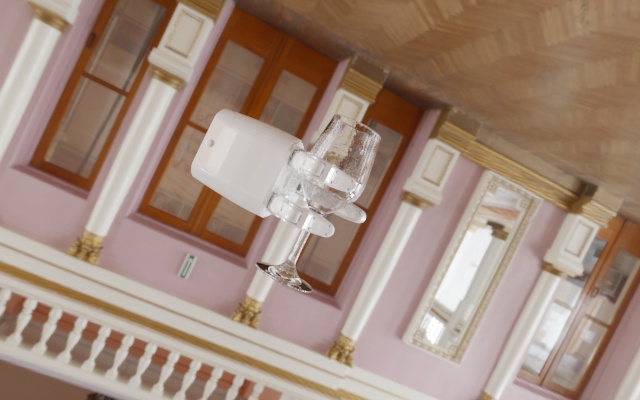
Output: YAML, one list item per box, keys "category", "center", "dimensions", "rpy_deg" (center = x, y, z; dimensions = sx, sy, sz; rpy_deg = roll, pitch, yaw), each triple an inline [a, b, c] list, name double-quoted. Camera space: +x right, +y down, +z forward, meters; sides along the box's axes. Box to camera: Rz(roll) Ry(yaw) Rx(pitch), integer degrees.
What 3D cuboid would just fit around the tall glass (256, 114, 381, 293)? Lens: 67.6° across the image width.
- category: "tall glass"
  center: [0.000, 0.003, 0.564]
  dimensions: [0.079, 0.201, 0.079]
  rpy_deg: [26, 2, -1]
